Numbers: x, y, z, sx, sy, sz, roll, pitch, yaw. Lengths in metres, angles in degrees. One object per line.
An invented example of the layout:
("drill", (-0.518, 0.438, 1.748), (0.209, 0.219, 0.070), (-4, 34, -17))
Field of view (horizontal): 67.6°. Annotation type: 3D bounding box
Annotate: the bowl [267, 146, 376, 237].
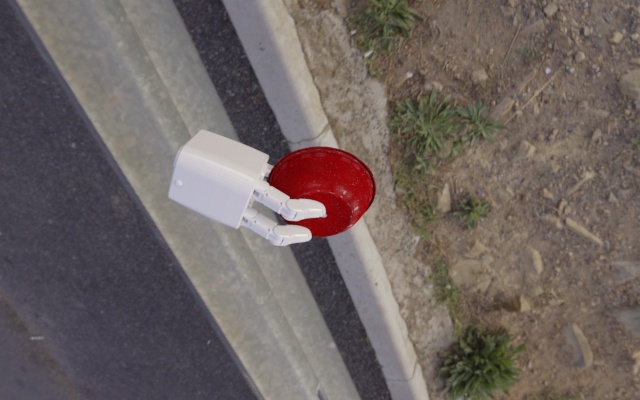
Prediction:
("bowl", (0.001, 0.003, 0.686), (0.162, 0.162, 0.055), (0, 43, 2))
